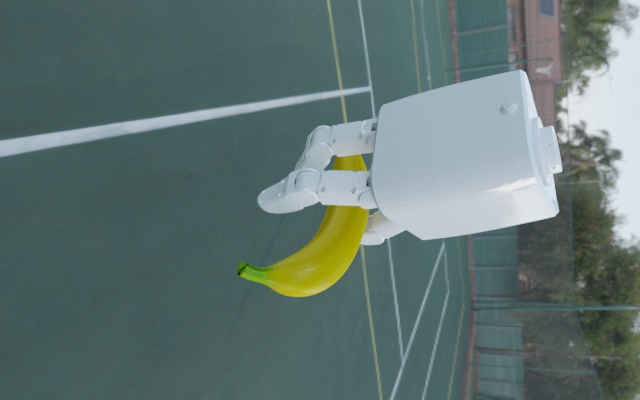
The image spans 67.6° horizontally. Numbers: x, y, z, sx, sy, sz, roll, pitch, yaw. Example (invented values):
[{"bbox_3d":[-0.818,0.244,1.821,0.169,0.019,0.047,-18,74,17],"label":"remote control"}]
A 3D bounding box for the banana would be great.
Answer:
[{"bbox_3d":[0.009,0.018,0.405,0.037,0.070,0.197,-21,21,37],"label":"banana"}]
